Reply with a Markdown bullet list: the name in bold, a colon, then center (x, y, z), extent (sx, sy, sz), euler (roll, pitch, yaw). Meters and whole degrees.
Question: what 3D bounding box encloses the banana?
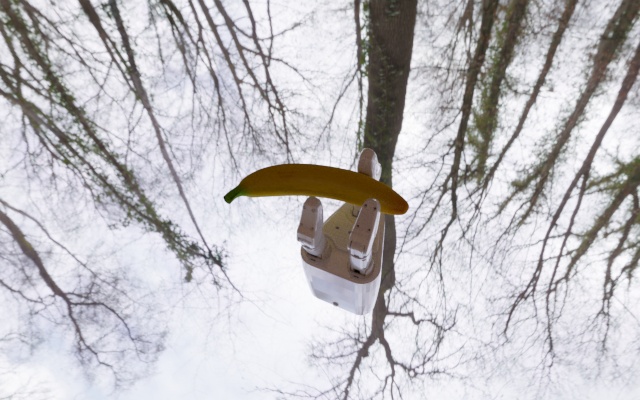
- **banana**: center (-0.003, -0.012, 0.533), extent (0.198, 0.069, 0.037), euler (2, -43, 0)
